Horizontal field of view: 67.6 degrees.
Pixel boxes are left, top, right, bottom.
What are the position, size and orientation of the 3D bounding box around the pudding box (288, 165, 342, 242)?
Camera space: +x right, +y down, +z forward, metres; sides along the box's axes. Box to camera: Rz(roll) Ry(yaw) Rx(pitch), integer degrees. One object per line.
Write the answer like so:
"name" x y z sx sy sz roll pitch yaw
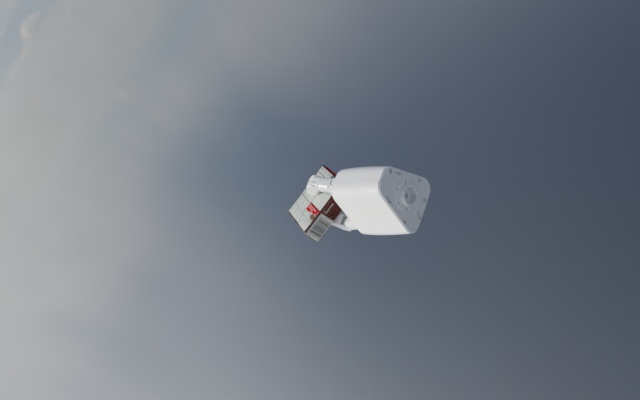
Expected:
"pudding box" 0.000 0.003 0.847 0.039 0.113 0.090 34 7 -32
